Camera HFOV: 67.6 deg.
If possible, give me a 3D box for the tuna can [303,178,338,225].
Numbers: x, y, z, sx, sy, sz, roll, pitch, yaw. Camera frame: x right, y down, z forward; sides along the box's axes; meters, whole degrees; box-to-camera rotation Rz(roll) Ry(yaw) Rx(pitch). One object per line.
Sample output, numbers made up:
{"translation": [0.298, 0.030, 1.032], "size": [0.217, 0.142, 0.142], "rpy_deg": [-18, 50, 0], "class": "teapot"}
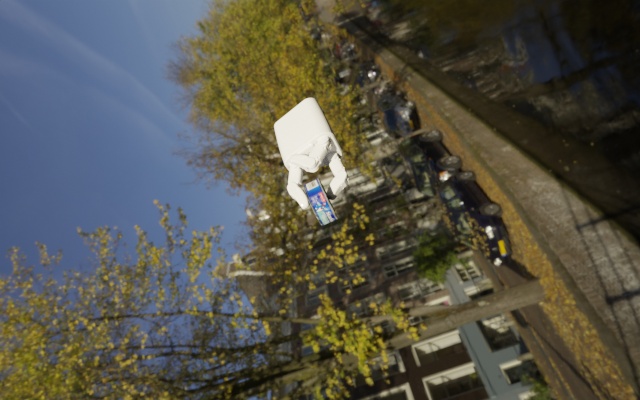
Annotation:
{"translation": [0.000, 0.003, 0.896], "size": [0.034, 0.086, 0.086], "rpy_deg": [-25, -1, 3], "class": "tuna can"}
